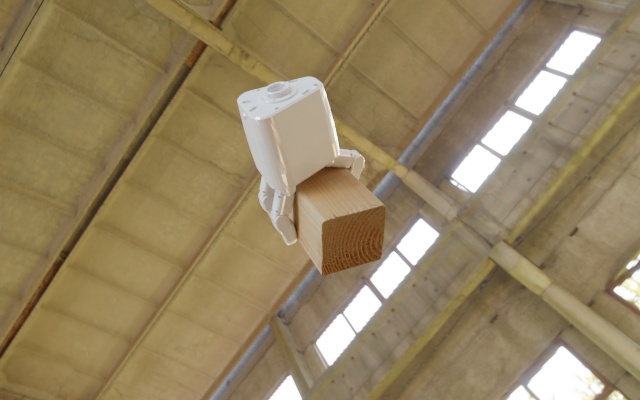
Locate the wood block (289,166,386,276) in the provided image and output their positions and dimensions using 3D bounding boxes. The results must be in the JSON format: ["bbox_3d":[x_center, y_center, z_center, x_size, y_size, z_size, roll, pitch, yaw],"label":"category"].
[{"bbox_3d":[0.000,0.002,0.682,0.091,0.090,0.206,-13,35,-20],"label":"wood block"}]
